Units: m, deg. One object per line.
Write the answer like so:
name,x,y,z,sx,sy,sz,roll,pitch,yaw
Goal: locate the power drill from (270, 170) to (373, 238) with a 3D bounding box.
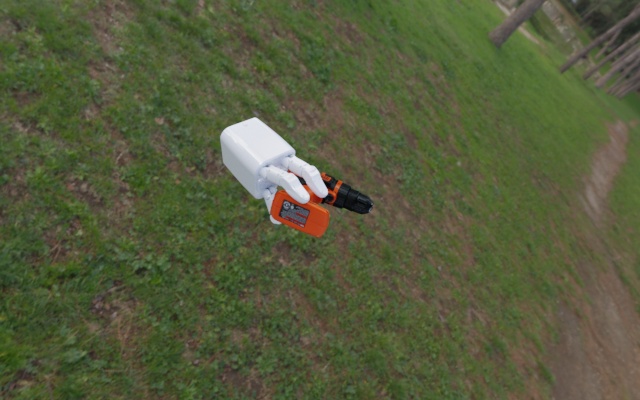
power drill,0.000,0.003,0.891,0.184,0.057,0.187,21,22,8
